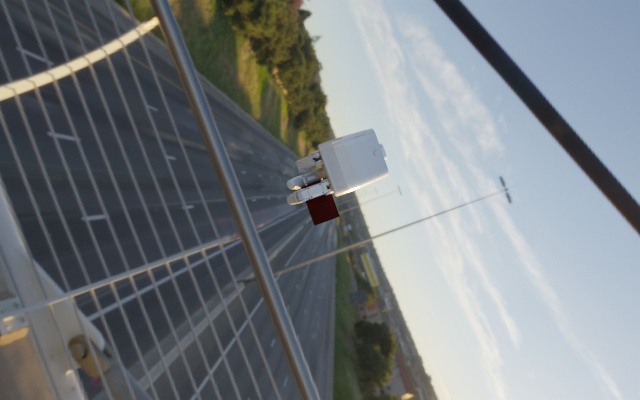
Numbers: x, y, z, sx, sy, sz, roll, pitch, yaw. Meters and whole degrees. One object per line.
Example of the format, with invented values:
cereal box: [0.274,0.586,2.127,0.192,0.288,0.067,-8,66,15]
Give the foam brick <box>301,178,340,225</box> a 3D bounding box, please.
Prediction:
foam brick: [0.000,0.003,0.899,0.051,0.078,0.053,-20,0,1]
